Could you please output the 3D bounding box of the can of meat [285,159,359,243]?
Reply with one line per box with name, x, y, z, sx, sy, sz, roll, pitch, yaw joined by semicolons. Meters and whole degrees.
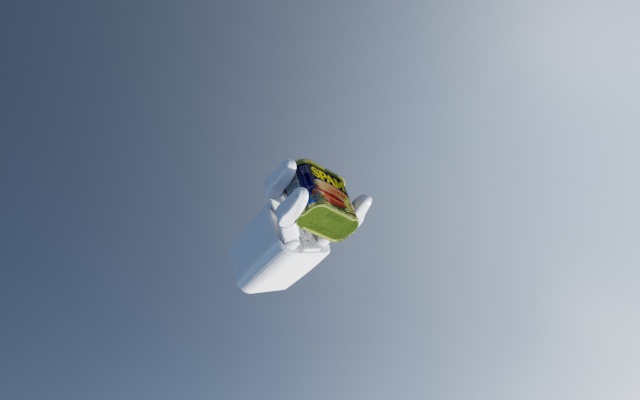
can of meat;0.000;0.002;0.657;0.057;0.084;0.102;-41;-44;24
